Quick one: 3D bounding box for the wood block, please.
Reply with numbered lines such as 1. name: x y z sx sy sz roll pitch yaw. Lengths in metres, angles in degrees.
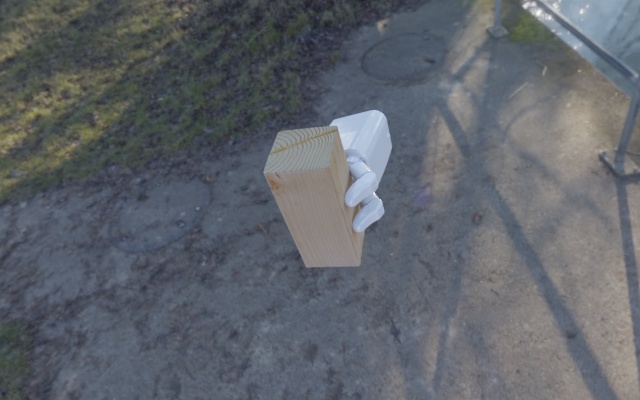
1. wood block: 0.000 0.002 0.702 0.091 0.090 0.206 -3 -44 17
